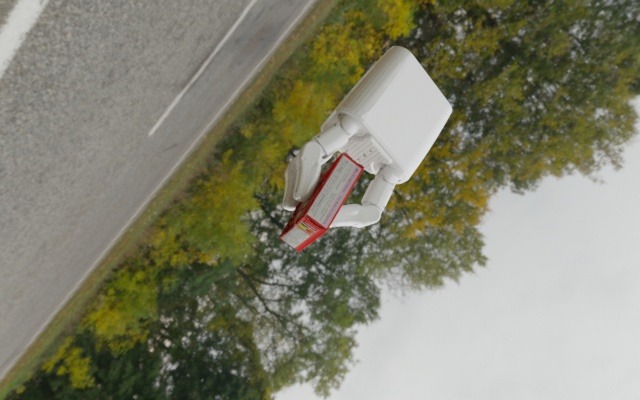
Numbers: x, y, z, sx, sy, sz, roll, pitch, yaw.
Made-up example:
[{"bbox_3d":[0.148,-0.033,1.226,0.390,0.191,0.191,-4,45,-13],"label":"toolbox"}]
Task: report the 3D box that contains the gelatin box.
[{"bbox_3d":[0.000,0.002,0.490,0.030,0.089,0.073,36,-31,-8],"label":"gelatin box"}]
